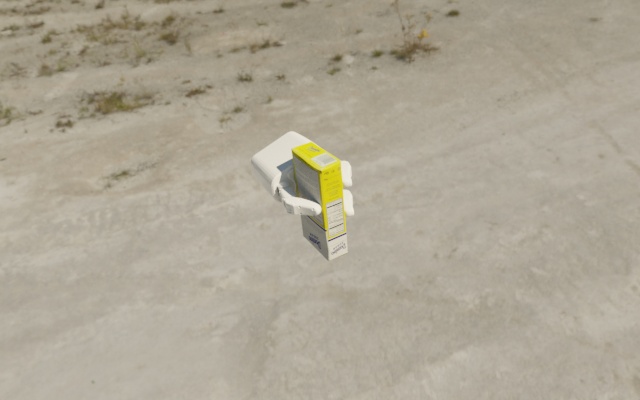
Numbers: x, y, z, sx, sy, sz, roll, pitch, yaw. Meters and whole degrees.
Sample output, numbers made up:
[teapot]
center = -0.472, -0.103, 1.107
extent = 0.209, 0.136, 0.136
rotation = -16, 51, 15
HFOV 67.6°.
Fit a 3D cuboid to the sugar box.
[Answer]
[sugar box]
center = 0.001, 0.002, 0.784
extent = 0.048, 0.176, 0.093
rotation = -24, 37, -21
